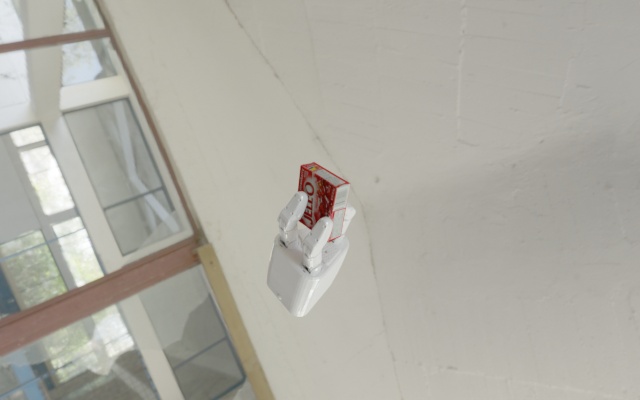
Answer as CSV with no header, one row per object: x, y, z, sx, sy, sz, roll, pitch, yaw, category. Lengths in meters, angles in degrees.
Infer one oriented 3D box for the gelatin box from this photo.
0.000,0.002,0.658,0.030,0.089,0.073,-19,40,-39,gelatin box
